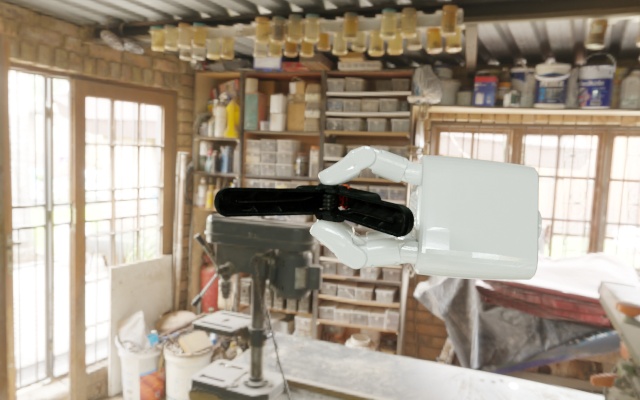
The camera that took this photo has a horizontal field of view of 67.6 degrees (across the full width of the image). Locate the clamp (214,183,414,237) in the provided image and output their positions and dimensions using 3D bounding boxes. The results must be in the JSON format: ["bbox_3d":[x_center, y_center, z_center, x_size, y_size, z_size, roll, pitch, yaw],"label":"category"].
[{"bbox_3d":[0.000,0.001,0.469,0.164,0.036,0.210,6,5,5],"label":"clamp"}]
